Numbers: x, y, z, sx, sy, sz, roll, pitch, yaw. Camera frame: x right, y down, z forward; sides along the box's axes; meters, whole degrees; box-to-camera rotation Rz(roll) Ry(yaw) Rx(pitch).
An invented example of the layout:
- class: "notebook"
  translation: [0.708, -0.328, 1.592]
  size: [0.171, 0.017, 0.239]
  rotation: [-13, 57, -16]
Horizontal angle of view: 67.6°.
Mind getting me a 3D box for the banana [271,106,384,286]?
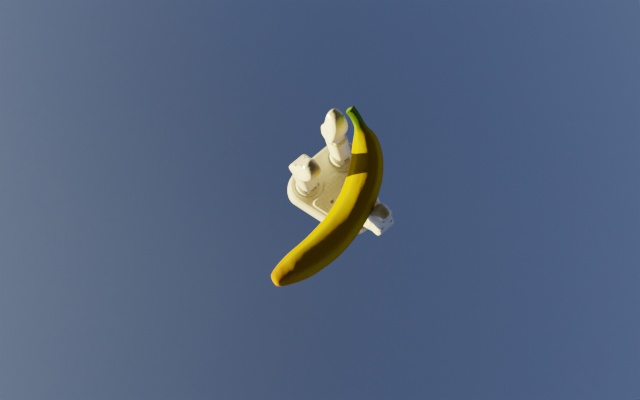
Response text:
- class: "banana"
  translation: [0.018, 0.006, 0.494]
  size: [0.069, 0.198, 0.037]
  rotation: [25, -6, -7]
